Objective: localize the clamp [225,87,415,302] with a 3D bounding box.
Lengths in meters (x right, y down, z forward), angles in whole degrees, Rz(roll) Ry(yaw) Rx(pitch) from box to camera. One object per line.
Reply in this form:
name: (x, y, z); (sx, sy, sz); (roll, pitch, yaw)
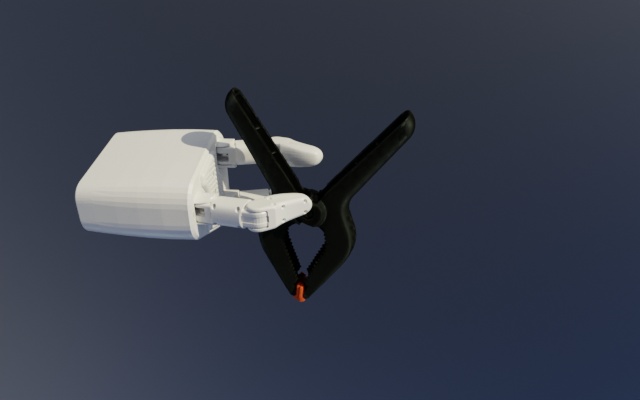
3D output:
clamp: (0.000, 0.002, 0.446); (0.164, 0.210, 0.036); (2, 24, 7)
